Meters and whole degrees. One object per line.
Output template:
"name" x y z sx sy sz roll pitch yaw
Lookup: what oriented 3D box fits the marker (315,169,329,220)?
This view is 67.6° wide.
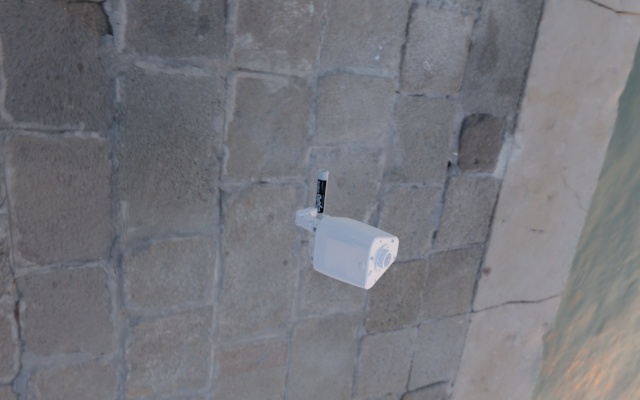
"marker" 0.000 0.003 0.879 0.020 0.121 0.020 5 19 -2
